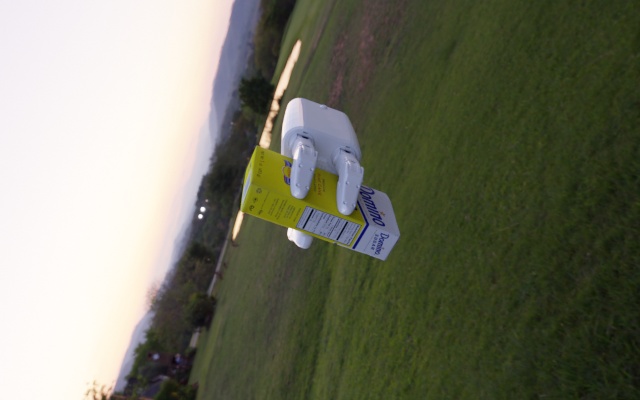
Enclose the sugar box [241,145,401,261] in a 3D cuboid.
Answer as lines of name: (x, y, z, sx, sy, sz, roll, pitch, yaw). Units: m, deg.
sugar box: (0.000, 0.001, 0.548, 0.176, 0.048, 0.093, 17, 30, -14)
